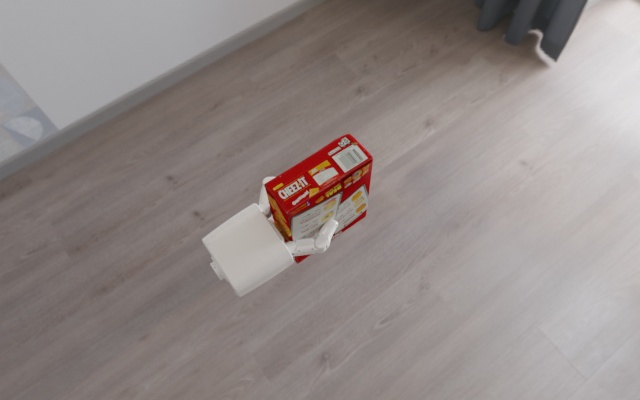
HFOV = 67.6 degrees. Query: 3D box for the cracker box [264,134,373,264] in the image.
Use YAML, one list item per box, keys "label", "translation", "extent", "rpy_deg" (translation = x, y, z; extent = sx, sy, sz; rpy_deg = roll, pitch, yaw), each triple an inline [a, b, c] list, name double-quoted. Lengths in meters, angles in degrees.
- label: "cracker box"
  translation: [0.000, 0.003, 0.814]
  extent: [0.164, 0.072, 0.214]
  rpy_deg: [-33, -23, -14]
